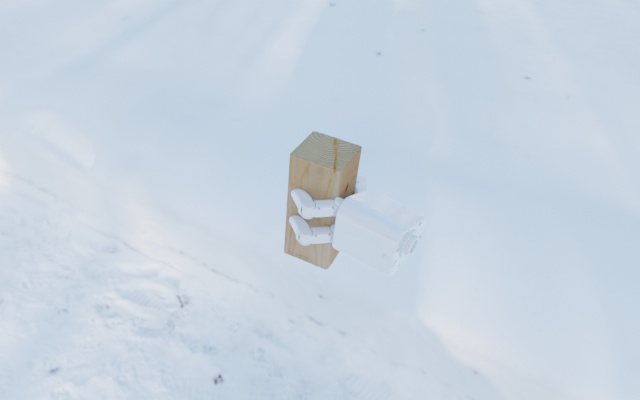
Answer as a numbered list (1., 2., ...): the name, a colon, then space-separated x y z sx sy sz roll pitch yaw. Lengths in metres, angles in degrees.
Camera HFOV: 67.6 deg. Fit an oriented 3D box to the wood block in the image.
1. wood block: 0.001 0.003 0.807 0.090 0.206 0.090 20 39 17
